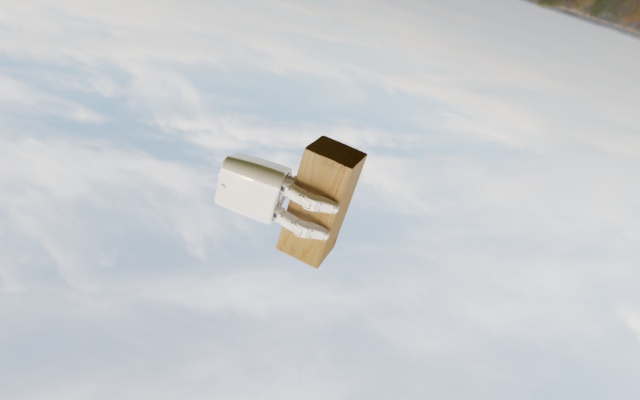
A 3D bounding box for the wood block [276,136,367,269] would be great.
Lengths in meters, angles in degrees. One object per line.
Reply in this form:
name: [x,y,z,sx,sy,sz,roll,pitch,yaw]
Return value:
wood block: [0.000,0.003,0.850,0.090,0.206,0.090,24,29,11]
